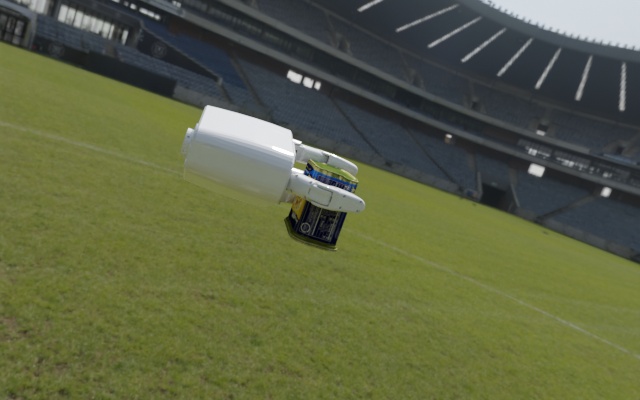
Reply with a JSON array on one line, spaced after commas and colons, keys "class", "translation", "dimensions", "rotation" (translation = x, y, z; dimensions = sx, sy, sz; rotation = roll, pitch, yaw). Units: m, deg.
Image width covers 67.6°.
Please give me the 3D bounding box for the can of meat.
[{"class": "can of meat", "translation": [0.000, 0.002, 0.556], "dimensions": [0.057, 0.084, 0.102], "rotation": [18, 8, -12]}]
